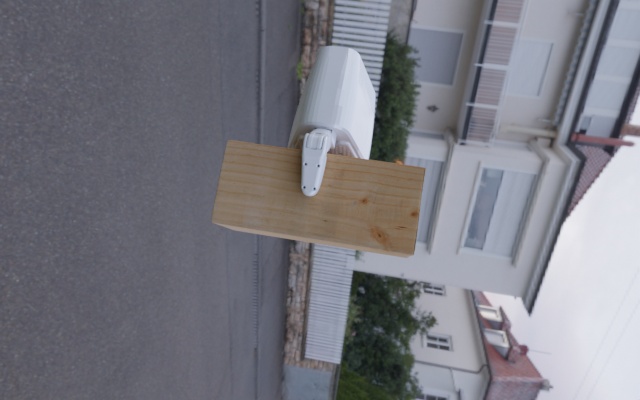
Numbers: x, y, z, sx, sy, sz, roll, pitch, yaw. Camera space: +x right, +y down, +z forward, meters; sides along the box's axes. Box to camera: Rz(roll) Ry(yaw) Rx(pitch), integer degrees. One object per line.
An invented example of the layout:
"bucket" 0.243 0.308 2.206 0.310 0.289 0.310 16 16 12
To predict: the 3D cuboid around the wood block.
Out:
"wood block" 0.000 0.001 0.519 0.206 0.090 0.091 8 -9 6
